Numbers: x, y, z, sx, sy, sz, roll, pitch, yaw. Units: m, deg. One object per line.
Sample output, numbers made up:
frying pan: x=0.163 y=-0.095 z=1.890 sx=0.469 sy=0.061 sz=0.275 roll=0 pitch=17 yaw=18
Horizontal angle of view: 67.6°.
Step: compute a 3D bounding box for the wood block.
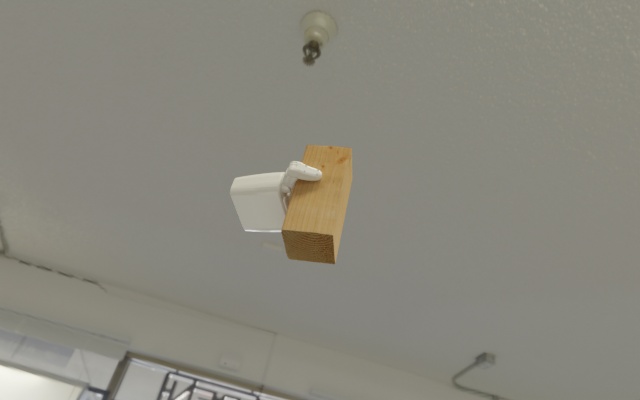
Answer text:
wood block: x=0.000 y=0.003 z=0.877 sx=0.090 sy=0.206 sz=0.091 roll=5 pitch=-39 yaw=10
